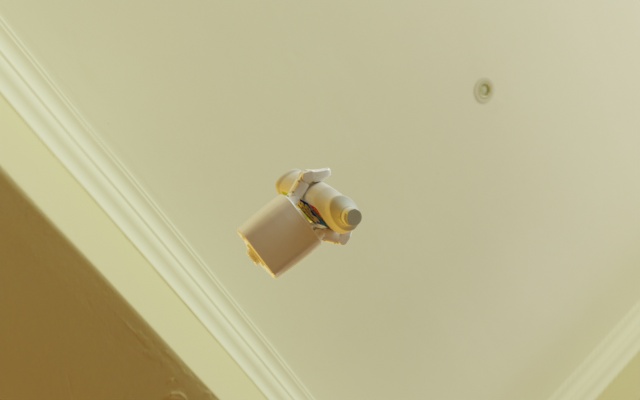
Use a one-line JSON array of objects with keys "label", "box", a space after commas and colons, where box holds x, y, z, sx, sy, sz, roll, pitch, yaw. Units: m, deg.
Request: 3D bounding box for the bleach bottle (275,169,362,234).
[{"label": "bleach bottle", "box": [0.000, 0.003, 0.884, 0.068, 0.102, 0.251, -38, 21, -14]}]
